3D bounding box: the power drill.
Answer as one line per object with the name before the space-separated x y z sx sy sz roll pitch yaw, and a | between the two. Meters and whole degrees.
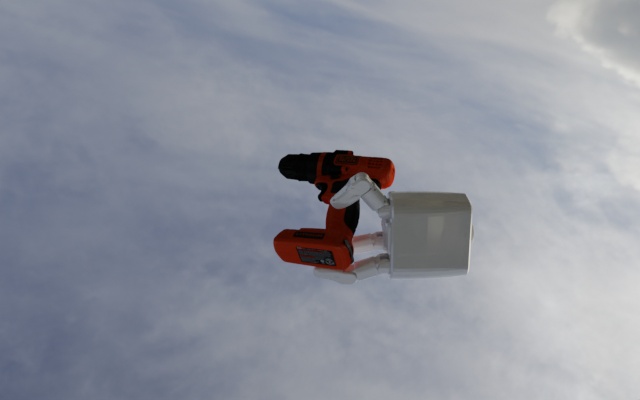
power drill | 0.000 0.003 0.682 0.184 0.187 0.057 4 -39 22
